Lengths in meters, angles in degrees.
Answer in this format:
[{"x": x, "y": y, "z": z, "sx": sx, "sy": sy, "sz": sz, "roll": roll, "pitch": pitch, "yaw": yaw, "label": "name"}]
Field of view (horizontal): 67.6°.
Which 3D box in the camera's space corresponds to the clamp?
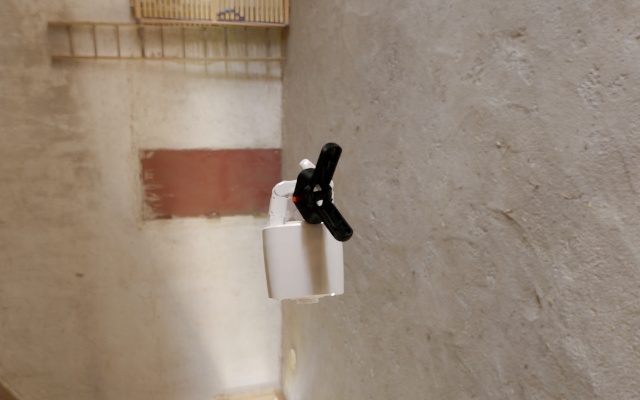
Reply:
[{"x": -0.001, "y": 0.002, "z": 0.639, "sx": 0.039, "sy": 0.120, "sz": 0.171, "roll": -2, "pitch": -10, "yaw": -16, "label": "clamp"}]
